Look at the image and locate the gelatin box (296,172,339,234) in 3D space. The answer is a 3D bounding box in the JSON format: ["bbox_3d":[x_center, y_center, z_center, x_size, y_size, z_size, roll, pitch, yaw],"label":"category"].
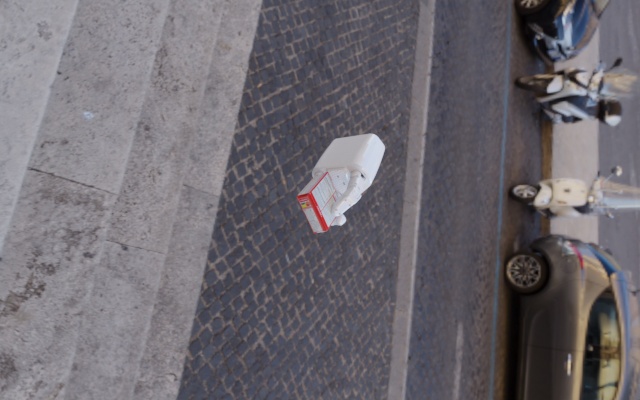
[{"bbox_3d":[0.000,0.003,0.816,0.030,0.073,0.089,-14,21,28],"label":"gelatin box"}]
